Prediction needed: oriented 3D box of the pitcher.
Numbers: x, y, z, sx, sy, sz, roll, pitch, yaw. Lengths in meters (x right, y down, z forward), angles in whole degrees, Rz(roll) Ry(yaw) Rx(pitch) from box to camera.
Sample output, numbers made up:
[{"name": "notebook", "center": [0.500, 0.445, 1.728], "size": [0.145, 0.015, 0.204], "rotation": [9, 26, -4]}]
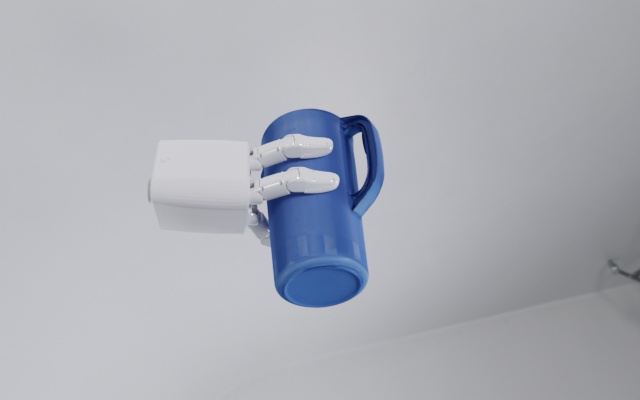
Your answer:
[{"name": "pitcher", "center": [0.000, 0.002, 0.606], "size": [0.145, 0.242, 0.149], "rotation": [3, -41, -12]}]
